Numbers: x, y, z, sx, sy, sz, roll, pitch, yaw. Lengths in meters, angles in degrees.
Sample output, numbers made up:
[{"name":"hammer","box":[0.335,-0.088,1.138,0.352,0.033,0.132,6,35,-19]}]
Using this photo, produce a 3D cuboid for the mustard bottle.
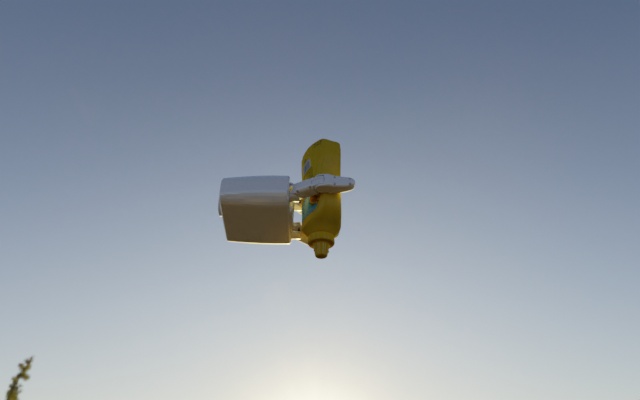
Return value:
[{"name":"mustard bottle","box":[0.000,0.002,0.758,0.058,0.191,0.096,14,-35,-20]}]
